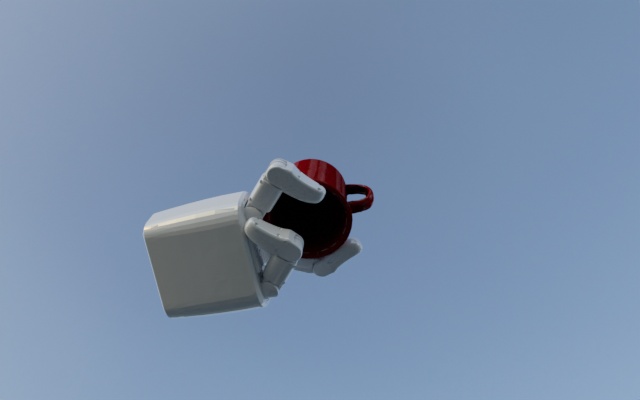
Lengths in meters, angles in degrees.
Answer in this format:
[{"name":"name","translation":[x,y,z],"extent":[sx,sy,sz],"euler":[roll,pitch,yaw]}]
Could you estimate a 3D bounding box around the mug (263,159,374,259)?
[{"name":"mug","translation":[0.001,0.001,0.526],"extent":[0.117,0.093,0.081],"euler":[-11,24,8]}]
